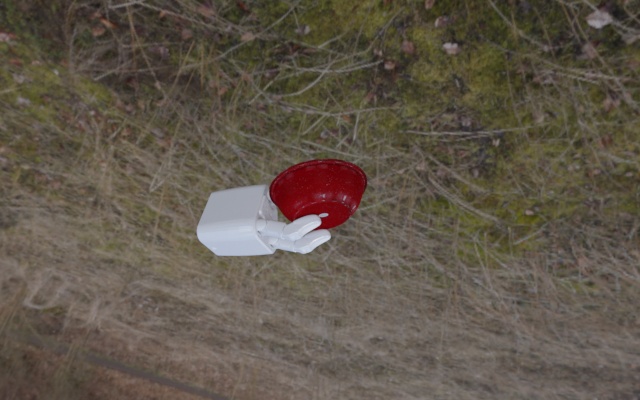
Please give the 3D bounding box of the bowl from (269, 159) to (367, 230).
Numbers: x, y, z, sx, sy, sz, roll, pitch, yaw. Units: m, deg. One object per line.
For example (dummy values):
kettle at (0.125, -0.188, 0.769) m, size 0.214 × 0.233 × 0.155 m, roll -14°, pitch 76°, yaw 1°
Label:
bowl at (0.001, 0.002, 0.762) m, size 0.162 × 0.055 × 0.162 m, roll -7°, pitch -32°, yaw -4°
